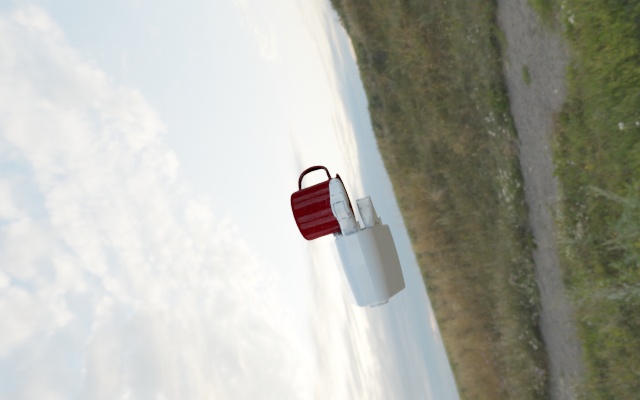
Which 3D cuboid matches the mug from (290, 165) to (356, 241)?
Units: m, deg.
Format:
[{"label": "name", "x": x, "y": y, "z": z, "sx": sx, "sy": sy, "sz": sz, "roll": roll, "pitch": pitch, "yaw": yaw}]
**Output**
[{"label": "mug", "x": -0.001, "y": 0.001, "z": 0.743, "sx": 0.081, "sy": 0.117, "sz": 0.093, "roll": -19, "pitch": -7, "yaw": 10}]
